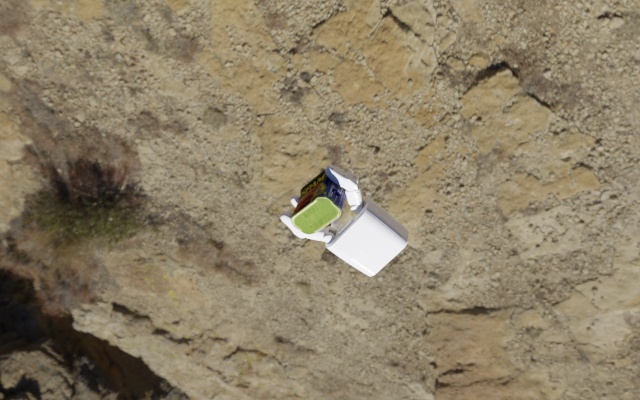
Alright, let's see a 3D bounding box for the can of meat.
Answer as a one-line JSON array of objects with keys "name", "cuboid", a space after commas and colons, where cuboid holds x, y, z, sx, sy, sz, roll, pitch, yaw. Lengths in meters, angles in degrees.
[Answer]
[{"name": "can of meat", "cuboid": [0.000, 0.003, 0.834, 0.057, 0.084, 0.102, 40, -52, -17]}]
